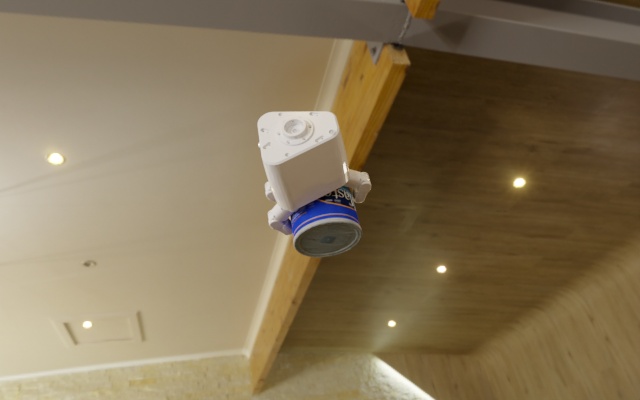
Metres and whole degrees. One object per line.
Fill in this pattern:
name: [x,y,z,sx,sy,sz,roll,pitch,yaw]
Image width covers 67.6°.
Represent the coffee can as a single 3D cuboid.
coffee can: [0.000,0.003,0.740,0.103,0.140,0.103,-8,-34,-5]
